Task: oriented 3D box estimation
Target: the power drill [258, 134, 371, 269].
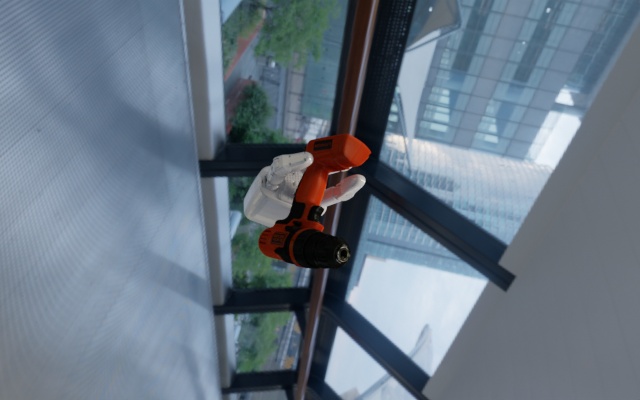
[{"bbox_3d":[0.000,0.002,0.653,0.057,0.187,0.184,35,-19,-32],"label":"power drill"}]
